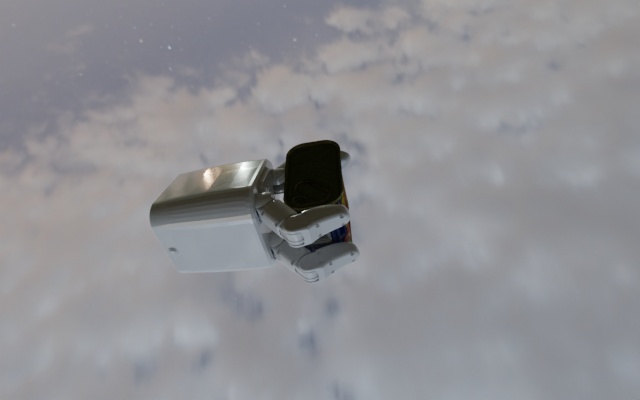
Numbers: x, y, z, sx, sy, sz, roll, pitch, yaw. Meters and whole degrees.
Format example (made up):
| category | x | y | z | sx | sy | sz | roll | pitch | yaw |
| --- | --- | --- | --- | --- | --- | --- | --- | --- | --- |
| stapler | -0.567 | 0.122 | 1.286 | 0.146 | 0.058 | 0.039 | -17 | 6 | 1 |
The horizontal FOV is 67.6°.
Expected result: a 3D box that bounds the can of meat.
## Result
| category | x | y | z | sx | sy | sz | roll | pitch | yaw |
| --- | --- | --- | --- | --- | --- | --- | --- | --- | --- |
| can of meat | 0.000 | 0.002 | 0.496 | 0.057 | 0.084 | 0.102 | -9 | 42 | 6 |
